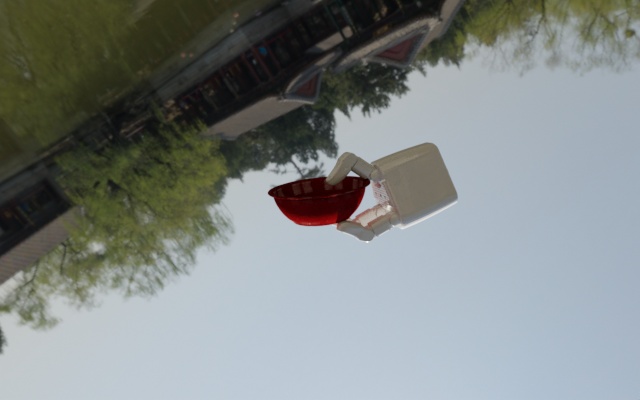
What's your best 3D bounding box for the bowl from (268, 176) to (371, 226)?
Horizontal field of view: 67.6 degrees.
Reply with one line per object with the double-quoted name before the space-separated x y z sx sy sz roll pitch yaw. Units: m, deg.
"bowl" -0.001 0.003 0.752 0.162 0.055 0.162 -5 12 1
